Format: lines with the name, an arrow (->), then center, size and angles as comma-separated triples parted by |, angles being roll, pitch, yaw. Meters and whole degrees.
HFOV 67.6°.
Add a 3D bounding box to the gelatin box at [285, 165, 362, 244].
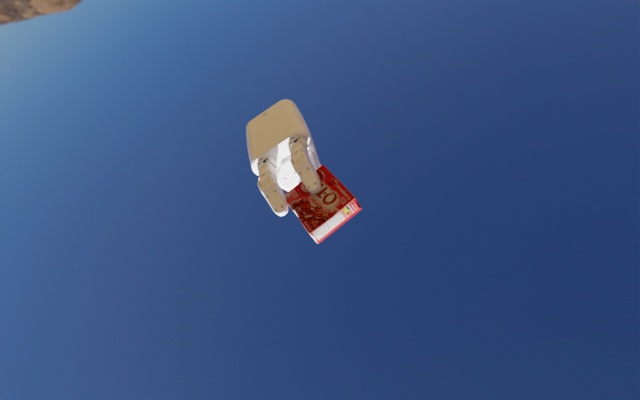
gelatin box -> 0.000, 0.003, 0.629 | 0.089, 0.073, 0.030 | 51, -2, 45
